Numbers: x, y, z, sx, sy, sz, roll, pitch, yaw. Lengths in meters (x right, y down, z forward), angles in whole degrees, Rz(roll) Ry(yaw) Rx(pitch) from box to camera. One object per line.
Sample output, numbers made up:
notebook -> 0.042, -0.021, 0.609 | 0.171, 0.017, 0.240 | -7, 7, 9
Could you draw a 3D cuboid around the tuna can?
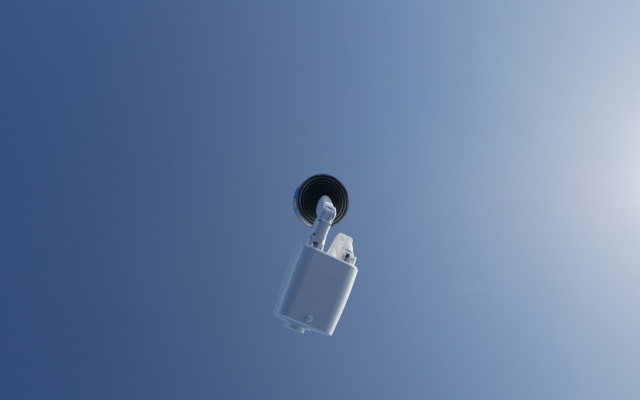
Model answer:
tuna can -> 0.000, 0.003, 0.765 | 0.086, 0.086, 0.034 | 0, -8, -17
